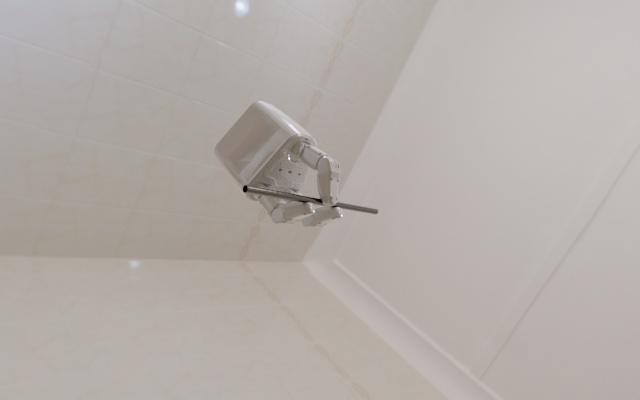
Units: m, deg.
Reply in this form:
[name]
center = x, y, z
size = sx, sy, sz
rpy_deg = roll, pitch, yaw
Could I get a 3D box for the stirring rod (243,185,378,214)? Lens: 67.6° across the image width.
[stirring rod]
center = 0.000, 0.002, 0.584
size = 0.011, 0.011, 0.239
rpy_deg = 0, -7, 41
